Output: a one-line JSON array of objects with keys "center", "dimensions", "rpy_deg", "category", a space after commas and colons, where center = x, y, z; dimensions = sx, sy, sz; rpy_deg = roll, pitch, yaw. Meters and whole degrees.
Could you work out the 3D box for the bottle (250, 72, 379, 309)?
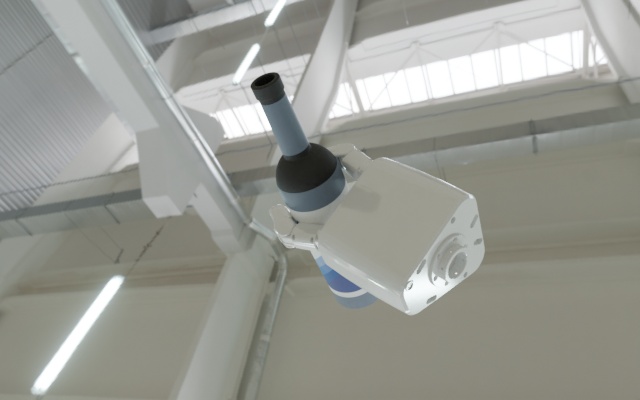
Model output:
[{"center": [0.000, 0.002, 0.502], "dimensions": [0.069, 0.296, 0.069], "rpy_deg": [-15, 39, 12], "category": "bottle"}]
